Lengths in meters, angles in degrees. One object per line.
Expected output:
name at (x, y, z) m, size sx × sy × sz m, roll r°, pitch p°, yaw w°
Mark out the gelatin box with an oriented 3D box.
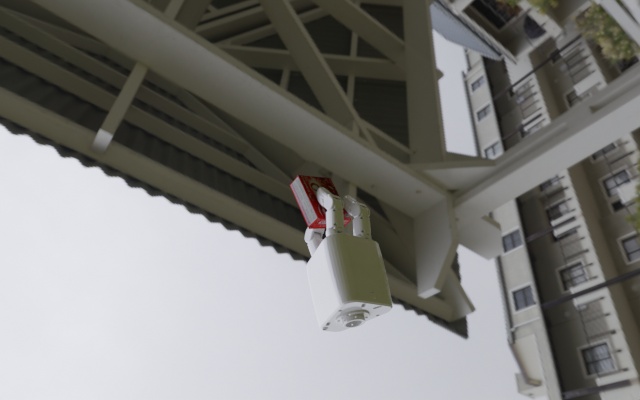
gelatin box at (0.000, 0.003, 0.770) m, size 0.073 × 0.089 × 0.030 m, roll 3°, pitch -38°, yaw -43°
